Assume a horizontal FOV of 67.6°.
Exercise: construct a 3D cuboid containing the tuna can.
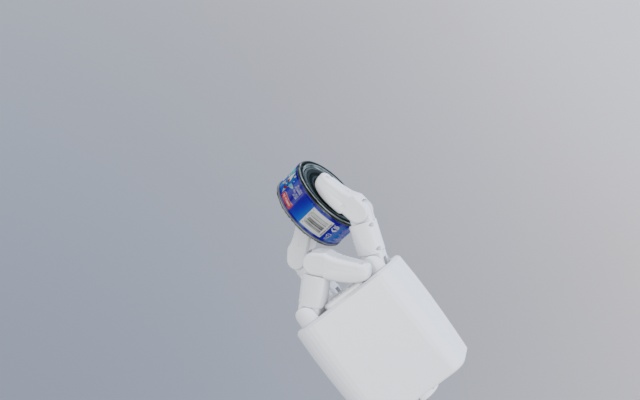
[{"bbox_3d":[0.000,0.001,0.475,0.034,0.086,0.086,-44,-21,23],"label":"tuna can"}]
